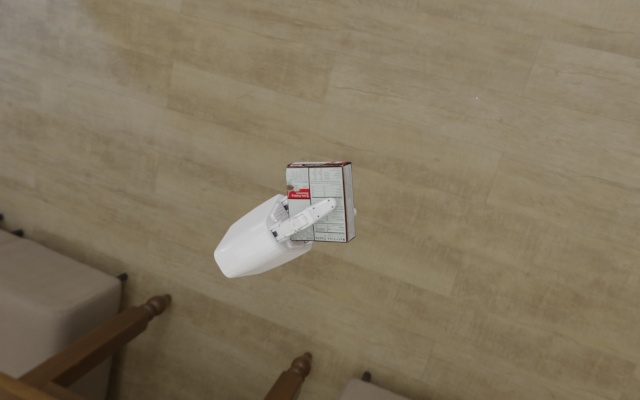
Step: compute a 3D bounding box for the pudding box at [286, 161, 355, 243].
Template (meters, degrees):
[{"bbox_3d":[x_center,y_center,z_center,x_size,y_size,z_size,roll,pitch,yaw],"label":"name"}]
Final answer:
[{"bbox_3d":[0.000,0.002,0.676,0.090,0.113,0.039,1,14,21],"label":"pudding box"}]
